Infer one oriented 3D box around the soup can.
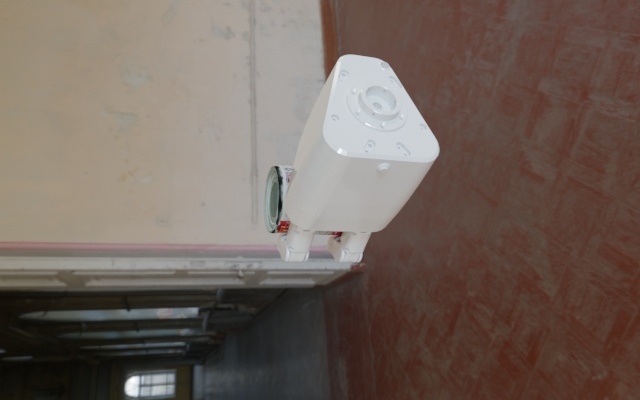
[{"bbox_3d":[0.000,0.002,0.478,0.102,0.068,0.068,3,-1,-18],"label":"soup can"}]
